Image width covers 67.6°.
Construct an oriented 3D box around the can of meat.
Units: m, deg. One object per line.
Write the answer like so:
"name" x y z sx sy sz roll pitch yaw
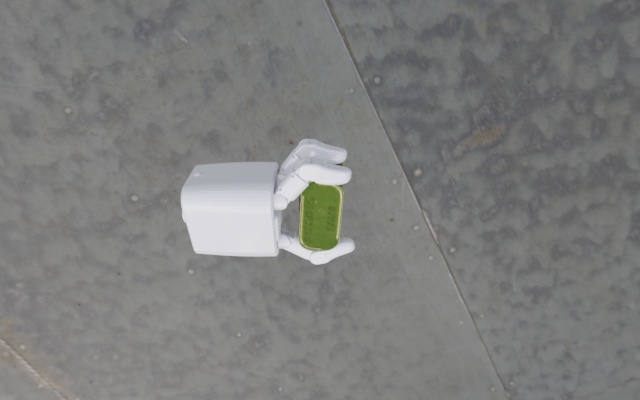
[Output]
"can of meat" 0.000 0.002 0.604 0.057 0.102 0.084 3 27 -1
